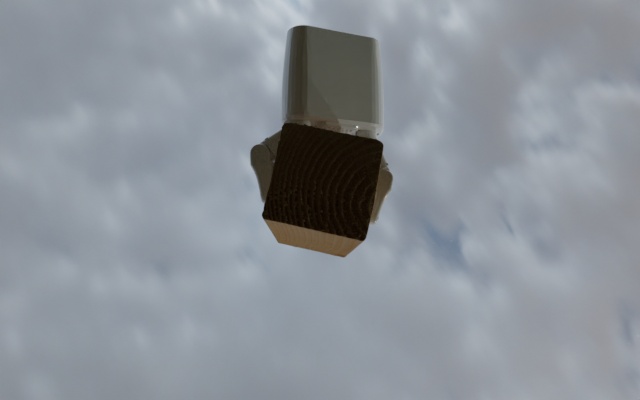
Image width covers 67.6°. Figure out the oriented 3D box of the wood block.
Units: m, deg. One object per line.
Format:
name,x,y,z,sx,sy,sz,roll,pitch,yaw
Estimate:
wood block,0.000,0.001,0.500,0.091,0.090,0.206,12,-10,1
